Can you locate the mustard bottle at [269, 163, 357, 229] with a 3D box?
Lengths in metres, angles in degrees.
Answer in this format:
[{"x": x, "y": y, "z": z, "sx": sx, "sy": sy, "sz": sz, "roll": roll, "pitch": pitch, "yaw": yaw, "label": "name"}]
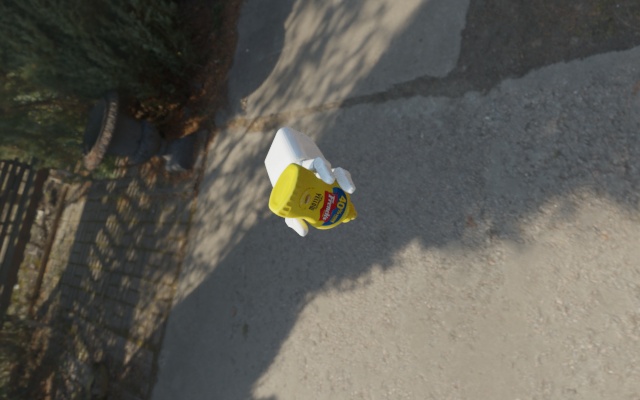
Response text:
[{"x": 0.000, "y": 0.003, "z": 0.898, "sx": 0.192, "sy": 0.096, "sz": 0.058, "roll": 21, "pitch": 7, "yaw": -42, "label": "mustard bottle"}]
